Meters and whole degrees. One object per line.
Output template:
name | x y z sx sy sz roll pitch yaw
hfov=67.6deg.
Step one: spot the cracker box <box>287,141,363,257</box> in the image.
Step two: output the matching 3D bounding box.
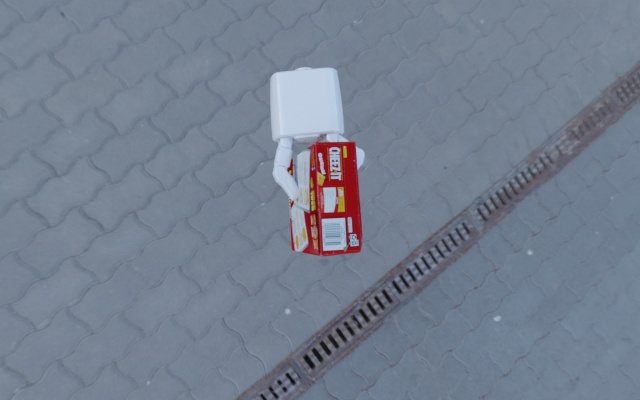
cracker box | 0.000 0.003 0.778 0.072 0.164 0.214 -3 -3 -14
